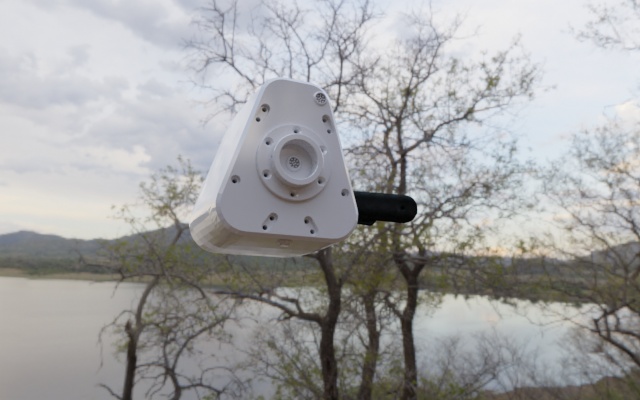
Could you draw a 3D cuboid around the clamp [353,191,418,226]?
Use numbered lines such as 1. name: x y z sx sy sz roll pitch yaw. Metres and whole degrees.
1. clamp: 0.000 0.001 0.441 0.171 0.039 0.120 6 -11 -20
